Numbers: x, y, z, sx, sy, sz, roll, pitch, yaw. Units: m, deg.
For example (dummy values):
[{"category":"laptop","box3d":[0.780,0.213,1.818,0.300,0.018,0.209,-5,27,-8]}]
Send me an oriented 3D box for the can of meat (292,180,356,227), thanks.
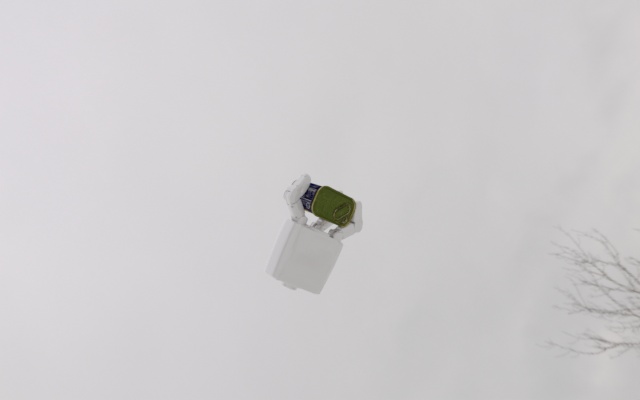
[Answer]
[{"category":"can of meat","box3d":[0.000,0.003,0.878,0.102,0.057,0.084,25,-4,-42]}]
